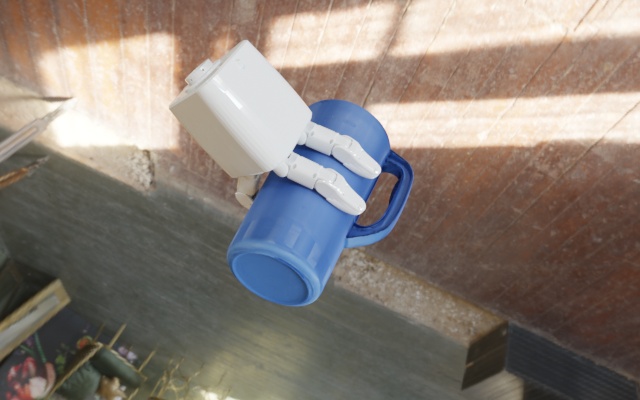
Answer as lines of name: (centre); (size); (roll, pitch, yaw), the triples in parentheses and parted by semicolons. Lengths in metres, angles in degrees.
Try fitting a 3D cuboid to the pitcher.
pitcher: (0.000, 0.002, 0.566); (0.149, 0.242, 0.145); (-18, -57, 40)
